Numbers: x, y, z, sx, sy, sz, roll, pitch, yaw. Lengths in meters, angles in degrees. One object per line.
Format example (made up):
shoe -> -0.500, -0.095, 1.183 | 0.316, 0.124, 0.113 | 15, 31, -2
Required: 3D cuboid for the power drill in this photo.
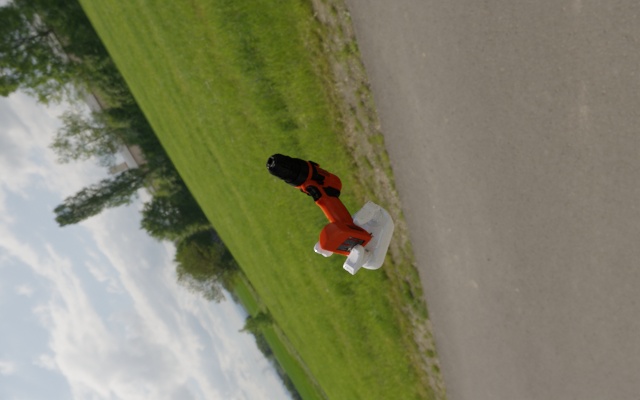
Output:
power drill -> 0.000, 0.003, 0.838 | 0.057, 0.187, 0.184 | -45, -37, 24
